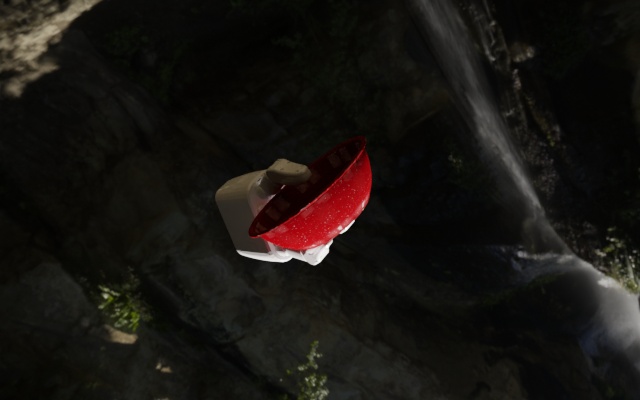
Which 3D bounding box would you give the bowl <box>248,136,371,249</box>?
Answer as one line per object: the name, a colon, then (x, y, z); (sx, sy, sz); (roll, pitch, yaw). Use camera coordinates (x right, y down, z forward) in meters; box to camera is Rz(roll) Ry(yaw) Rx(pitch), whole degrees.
bowl: (0.001, 0.002, 0.516); (0.162, 0.055, 0.162); (-38, 13, 11)
